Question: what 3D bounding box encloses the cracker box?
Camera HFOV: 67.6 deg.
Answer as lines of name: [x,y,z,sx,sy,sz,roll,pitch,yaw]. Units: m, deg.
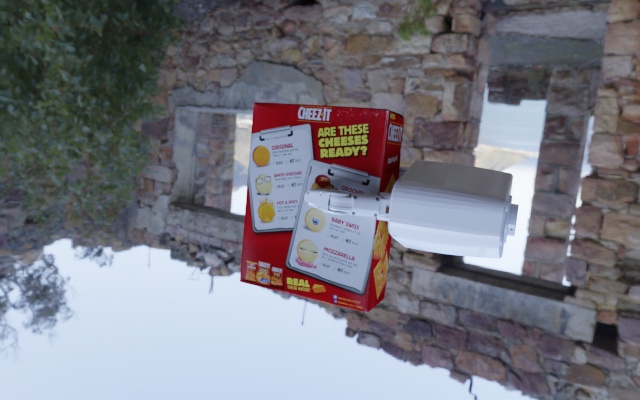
cracker box: [0.000,0.002,0.549,0.164,0.214,0.072,8,7,24]
